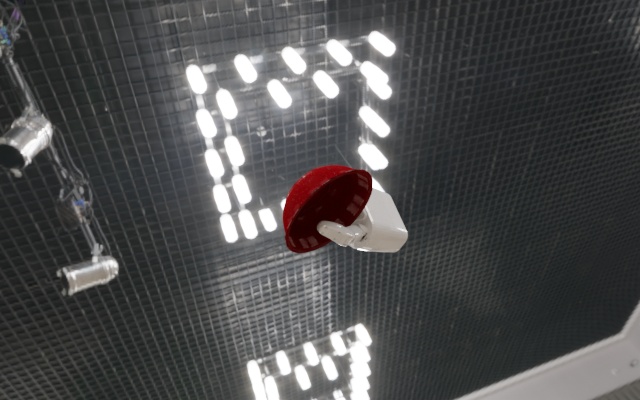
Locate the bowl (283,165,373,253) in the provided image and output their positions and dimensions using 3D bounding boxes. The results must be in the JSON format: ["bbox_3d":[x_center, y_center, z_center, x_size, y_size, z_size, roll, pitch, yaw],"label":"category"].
[{"bbox_3d":[-0.001,0.002,0.706,0.162,0.162,0.055,0,40,-53],"label":"bowl"}]
